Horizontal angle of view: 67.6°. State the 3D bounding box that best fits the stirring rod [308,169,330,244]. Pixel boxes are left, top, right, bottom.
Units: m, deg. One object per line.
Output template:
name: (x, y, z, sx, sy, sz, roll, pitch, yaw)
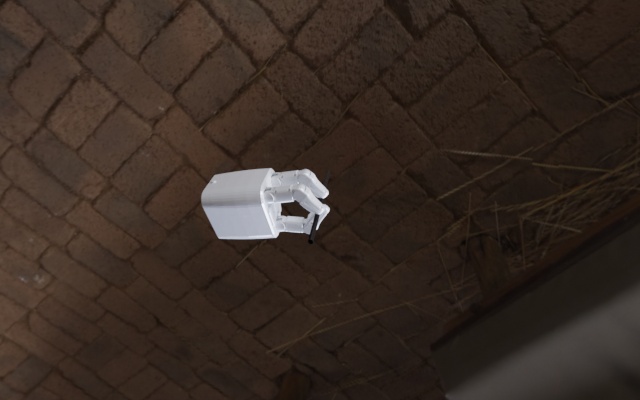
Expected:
stirring rod: (0.000, 0.003, 0.803, 0.011, 0.011, 0.239, 0, 29, 8)
